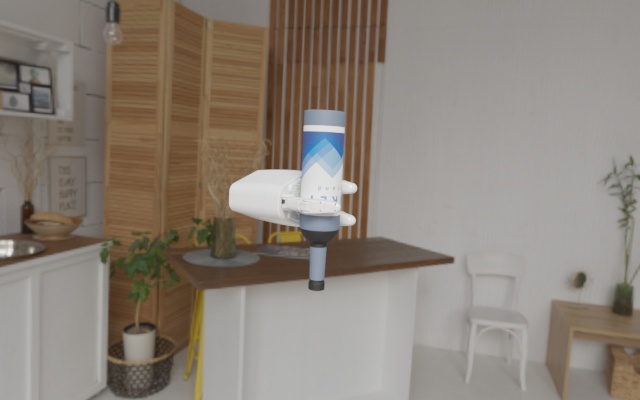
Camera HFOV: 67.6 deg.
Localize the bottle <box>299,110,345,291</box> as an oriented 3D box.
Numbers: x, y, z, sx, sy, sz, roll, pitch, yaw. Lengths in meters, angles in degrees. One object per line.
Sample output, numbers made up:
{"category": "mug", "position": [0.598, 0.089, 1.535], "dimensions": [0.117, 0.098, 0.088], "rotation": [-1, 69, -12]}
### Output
{"category": "bottle", "position": [0.000, 0.002, 0.787], "dimensions": [0.069, 0.296, 0.069], "rotation": [3, 6, 0]}
